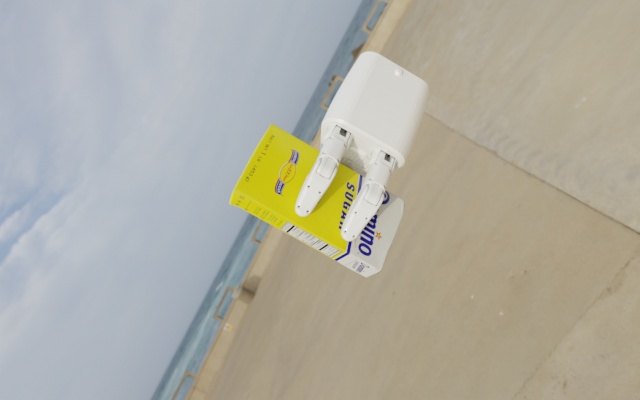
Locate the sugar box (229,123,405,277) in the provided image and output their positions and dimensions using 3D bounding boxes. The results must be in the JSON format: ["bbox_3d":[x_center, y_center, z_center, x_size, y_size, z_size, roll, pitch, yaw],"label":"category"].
[{"bbox_3d":[0.000,0.001,0.520,0.176,0.093,0.048,28,-25,-7],"label":"sugar box"}]
